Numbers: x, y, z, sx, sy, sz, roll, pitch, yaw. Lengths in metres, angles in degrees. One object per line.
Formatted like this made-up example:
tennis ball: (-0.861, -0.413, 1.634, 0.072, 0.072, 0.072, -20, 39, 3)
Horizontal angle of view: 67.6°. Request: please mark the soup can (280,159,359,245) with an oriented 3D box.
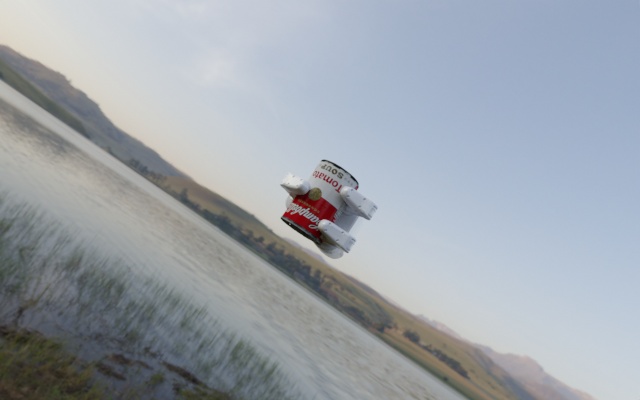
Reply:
soup can: (0.000, 0.002, 0.670, 0.068, 0.102, 0.068, 33, -9, 6)
